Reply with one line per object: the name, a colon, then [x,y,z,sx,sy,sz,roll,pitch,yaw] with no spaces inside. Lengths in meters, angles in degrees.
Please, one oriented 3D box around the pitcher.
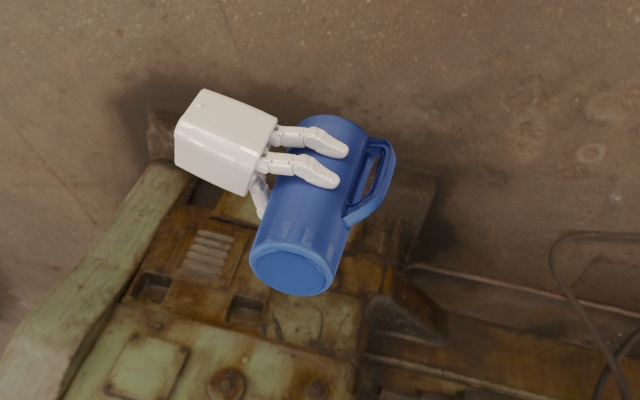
pitcher: [0.000,0.002,0.650,0.145,0.242,0.149,25,-42,-7]
